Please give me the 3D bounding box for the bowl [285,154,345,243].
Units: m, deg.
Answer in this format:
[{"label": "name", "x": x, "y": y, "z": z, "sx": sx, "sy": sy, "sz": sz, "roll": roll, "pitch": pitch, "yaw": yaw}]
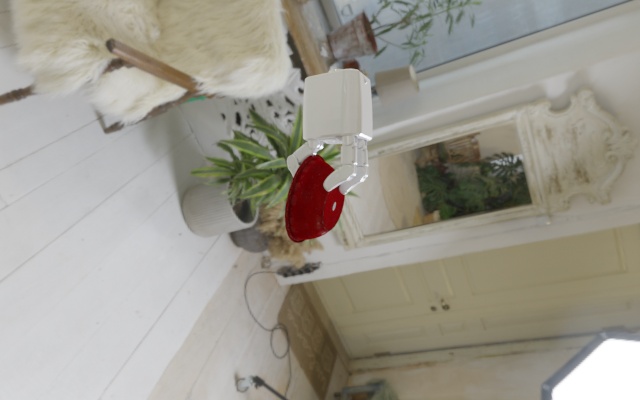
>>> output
[{"label": "bowl", "x": 0.000, "y": 0.004, "z": 0.837, "sx": 0.055, "sy": 0.162, "sz": 0.162, "roll": 14, "pitch": 6, "yaw": 22}]
